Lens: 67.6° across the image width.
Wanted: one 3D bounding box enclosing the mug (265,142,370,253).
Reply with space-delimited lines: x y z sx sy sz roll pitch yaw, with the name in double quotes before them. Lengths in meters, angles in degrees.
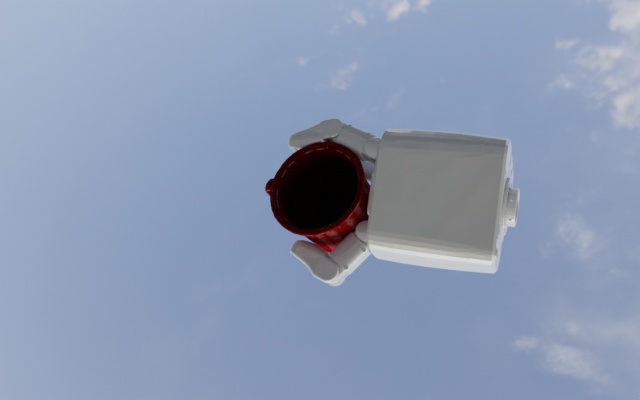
"mug" -0.001 0.002 0.469 0.117 0.093 0.081 8 -19 27
